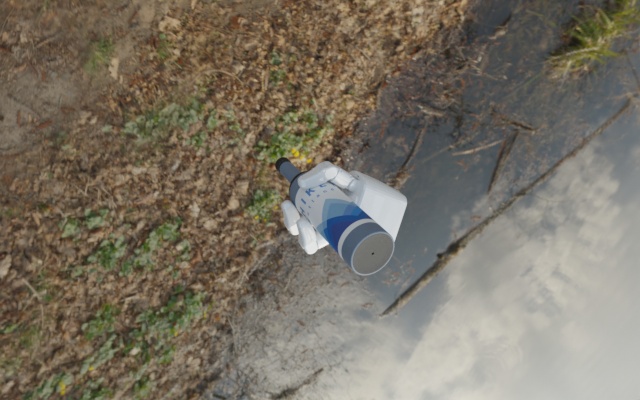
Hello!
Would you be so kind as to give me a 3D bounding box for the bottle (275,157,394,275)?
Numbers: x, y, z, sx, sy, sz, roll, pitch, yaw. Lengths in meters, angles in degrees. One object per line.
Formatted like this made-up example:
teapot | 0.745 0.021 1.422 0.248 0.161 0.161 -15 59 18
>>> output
bottle | 0.000 0.002 0.722 0.069 0.069 0.295 0 27 -31
